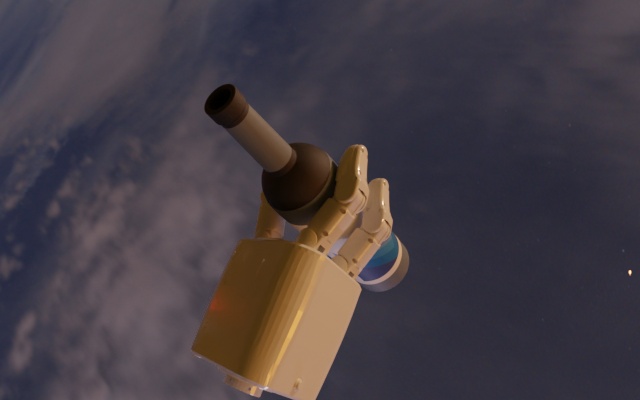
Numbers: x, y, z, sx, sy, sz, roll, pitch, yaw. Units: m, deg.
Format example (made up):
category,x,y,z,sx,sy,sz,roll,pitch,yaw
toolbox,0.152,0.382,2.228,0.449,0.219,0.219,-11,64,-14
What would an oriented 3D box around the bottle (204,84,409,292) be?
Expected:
category,x,y,z,sx,sy,sz,roll,pitch,yaw
bottle,0.000,0.001,0.436,0.069,0.069,0.296,0,-29,33
